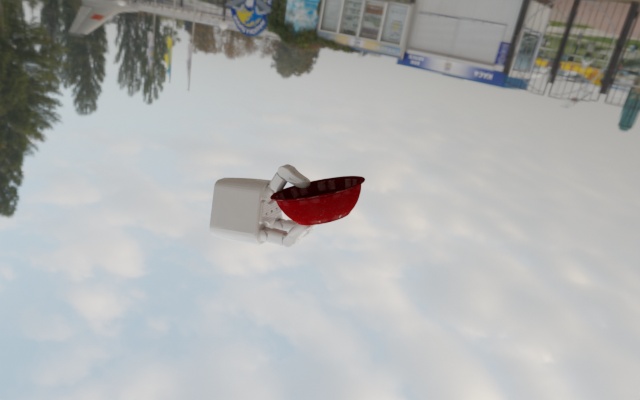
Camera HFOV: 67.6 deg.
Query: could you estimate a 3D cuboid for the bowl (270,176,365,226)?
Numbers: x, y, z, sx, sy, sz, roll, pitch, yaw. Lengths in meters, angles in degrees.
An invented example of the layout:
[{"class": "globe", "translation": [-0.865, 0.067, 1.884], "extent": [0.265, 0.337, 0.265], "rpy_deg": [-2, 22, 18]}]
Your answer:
[{"class": "bowl", "translation": [0.001, 0.003, 0.802], "extent": [0.162, 0.055, 0.162], "rpy_deg": [-11, 10, 2]}]
